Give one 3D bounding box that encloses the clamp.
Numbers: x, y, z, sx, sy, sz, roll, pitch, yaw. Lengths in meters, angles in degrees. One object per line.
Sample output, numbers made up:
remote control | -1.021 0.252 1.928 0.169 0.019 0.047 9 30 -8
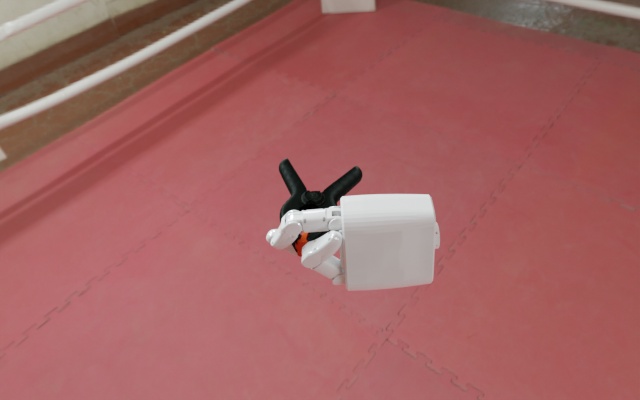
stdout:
clamp | 0.000 0.002 0.641 0.120 0.171 0.039 -4 -44 3
